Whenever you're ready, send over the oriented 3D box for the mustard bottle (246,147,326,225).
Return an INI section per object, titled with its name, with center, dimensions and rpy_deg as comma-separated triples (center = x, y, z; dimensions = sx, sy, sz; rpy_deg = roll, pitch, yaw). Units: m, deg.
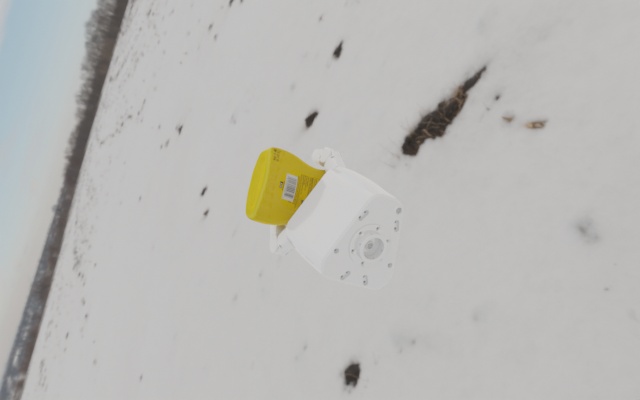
[mustard bottle]
center = 0.000, 0.002, 0.644
dimensions = 0.192, 0.096, 0.058
rpy_deg = 18, -14, -28
